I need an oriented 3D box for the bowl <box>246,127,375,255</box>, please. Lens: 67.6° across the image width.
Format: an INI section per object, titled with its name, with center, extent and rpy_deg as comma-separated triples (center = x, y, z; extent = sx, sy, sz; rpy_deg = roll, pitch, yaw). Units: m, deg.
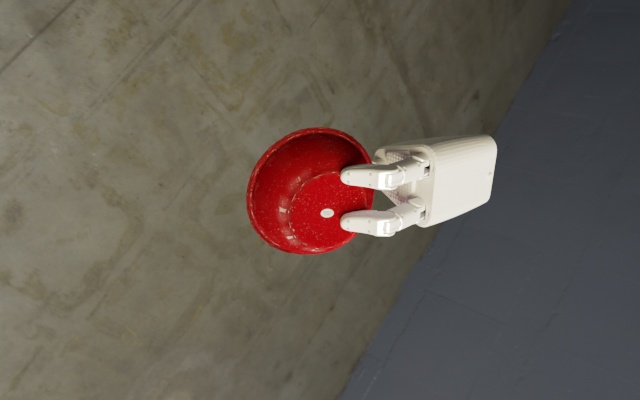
[bowl]
center = -0.001, 0.002, 0.542
extent = 0.162, 0.162, 0.055
rpy_deg = 0, 23, -21
